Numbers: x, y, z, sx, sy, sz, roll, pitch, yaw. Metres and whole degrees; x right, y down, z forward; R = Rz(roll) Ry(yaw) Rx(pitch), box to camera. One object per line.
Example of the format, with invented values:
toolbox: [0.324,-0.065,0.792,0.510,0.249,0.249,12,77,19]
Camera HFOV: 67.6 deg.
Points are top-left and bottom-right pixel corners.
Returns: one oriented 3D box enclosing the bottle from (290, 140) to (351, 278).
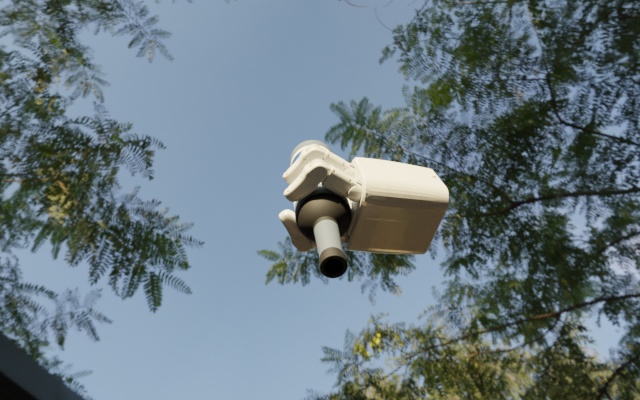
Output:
bottle: [0.000,0.002,0.596,0.069,0.069,0.295,0,25,-6]
